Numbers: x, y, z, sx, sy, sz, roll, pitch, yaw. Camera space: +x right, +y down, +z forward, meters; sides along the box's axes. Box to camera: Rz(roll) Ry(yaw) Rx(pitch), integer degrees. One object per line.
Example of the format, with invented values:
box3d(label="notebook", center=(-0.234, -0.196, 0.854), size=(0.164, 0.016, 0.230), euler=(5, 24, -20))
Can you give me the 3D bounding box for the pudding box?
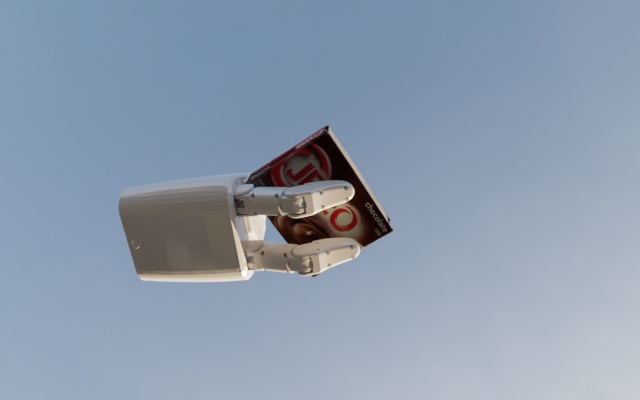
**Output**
box3d(label="pudding box", center=(0.000, 0.001, 0.442), size=(0.090, 0.113, 0.039), euler=(-32, 16, 14))
